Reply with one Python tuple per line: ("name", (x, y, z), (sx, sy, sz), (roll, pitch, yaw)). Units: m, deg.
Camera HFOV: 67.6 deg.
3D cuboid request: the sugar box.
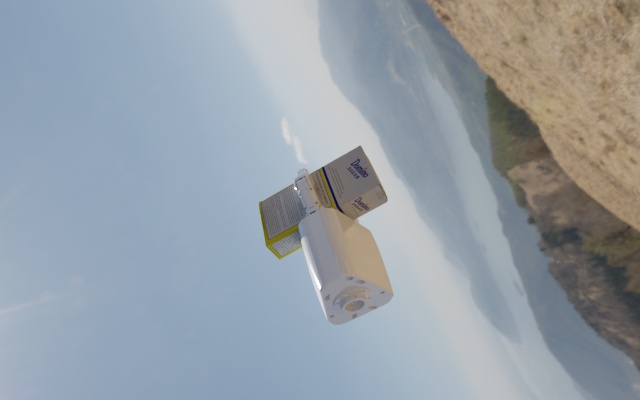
("sugar box", (0.000, 0.003, 0.677), (0.176, 0.093, 0.048), (-27, -46, 8))
